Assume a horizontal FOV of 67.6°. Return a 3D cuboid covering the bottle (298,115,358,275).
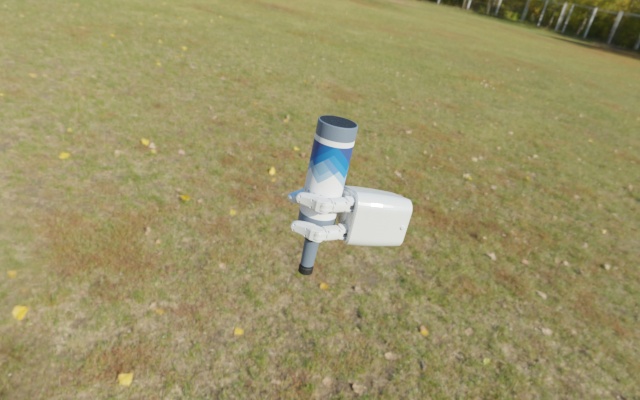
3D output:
[{"bbox_3d":[0.000,0.002,0.835,0.069,0.296,0.069,10,25,-5],"label":"bottle"}]
